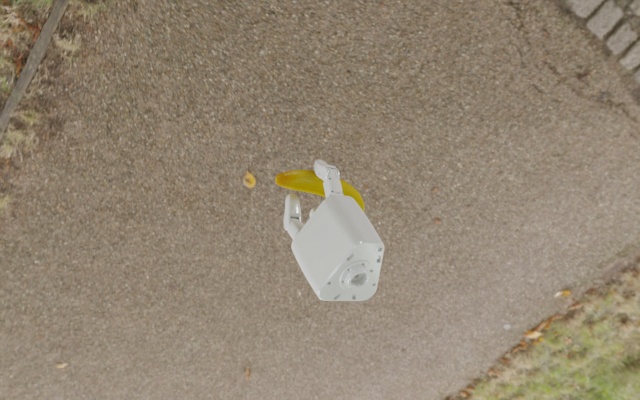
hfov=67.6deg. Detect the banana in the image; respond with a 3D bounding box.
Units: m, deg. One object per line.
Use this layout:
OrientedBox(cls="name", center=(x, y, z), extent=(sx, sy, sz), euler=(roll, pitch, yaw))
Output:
OrientedBox(cls="banana", center=(0.015, -0.009, 0.782), extent=(0.198, 0.069, 0.037), euler=(34, 19, -40))
